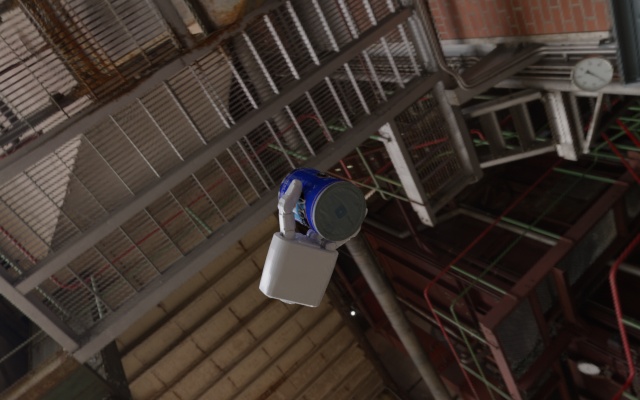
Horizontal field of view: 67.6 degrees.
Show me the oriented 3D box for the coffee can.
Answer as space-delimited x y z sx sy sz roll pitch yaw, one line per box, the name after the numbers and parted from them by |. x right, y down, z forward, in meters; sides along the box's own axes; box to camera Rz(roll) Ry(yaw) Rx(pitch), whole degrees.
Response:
0.000 0.003 0.851 0.103 0.103 0.140 0 14 -31 | coffee can
